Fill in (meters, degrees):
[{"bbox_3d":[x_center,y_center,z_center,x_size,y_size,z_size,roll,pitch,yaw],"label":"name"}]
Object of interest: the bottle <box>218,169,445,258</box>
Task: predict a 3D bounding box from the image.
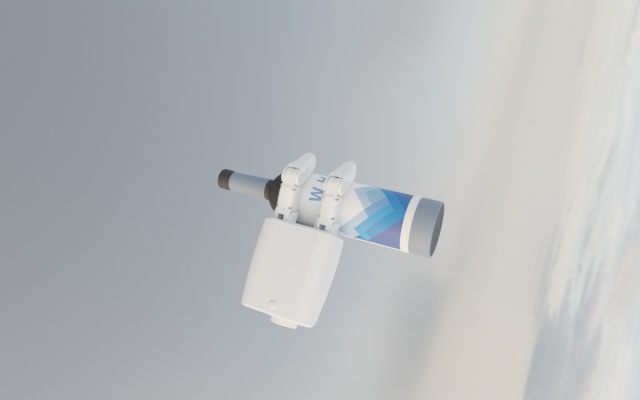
[{"bbox_3d":[0.000,0.002,0.598,0.295,0.069,0.069,14,5,22],"label":"bottle"}]
